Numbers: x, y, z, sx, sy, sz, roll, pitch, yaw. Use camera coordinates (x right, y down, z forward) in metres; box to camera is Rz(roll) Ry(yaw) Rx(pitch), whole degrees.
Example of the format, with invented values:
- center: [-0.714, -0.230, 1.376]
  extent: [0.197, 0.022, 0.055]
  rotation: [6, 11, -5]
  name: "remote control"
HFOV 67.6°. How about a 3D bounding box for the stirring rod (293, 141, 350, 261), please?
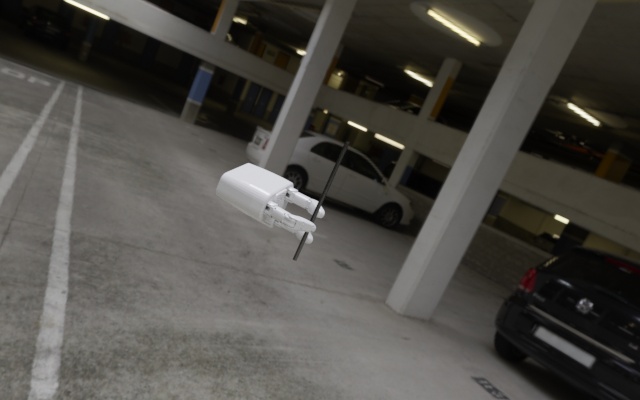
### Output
- center: [0.000, 0.003, 0.871]
  extent: [0.011, 0.239, 0.011]
  rotation: [23, 10, -4]
  name: "stirring rod"
